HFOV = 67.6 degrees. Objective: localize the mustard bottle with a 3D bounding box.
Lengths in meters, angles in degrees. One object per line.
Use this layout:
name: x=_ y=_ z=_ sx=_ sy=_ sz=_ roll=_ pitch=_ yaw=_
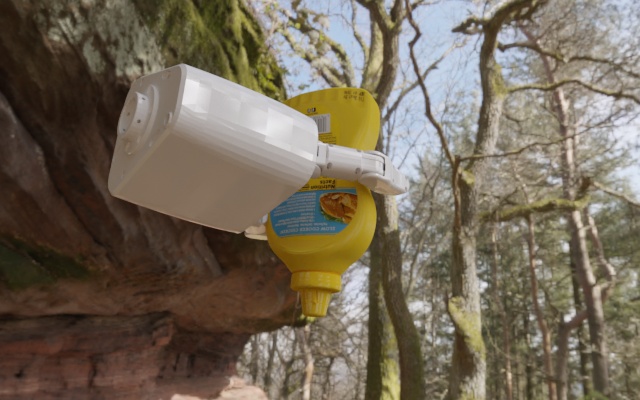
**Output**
mustard bottle: x=0.000 y=0.001 z=0.409 sx=0.096 sy=0.191 sz=0.058 roll=-5 pitch=-20 yaw=23
